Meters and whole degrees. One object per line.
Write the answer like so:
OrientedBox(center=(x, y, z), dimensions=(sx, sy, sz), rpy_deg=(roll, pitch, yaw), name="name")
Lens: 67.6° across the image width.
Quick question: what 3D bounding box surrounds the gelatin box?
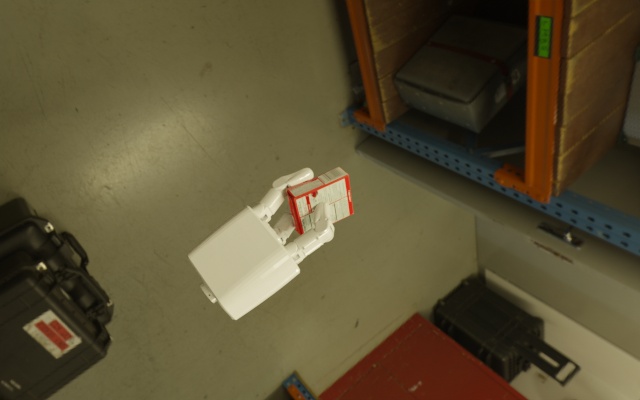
OrientedBox(center=(0.001, 0.002, 0.679), dimensions=(0.089, 0.073, 0.030), rpy_deg=(-24, 40, -16), name="gelatin box")
